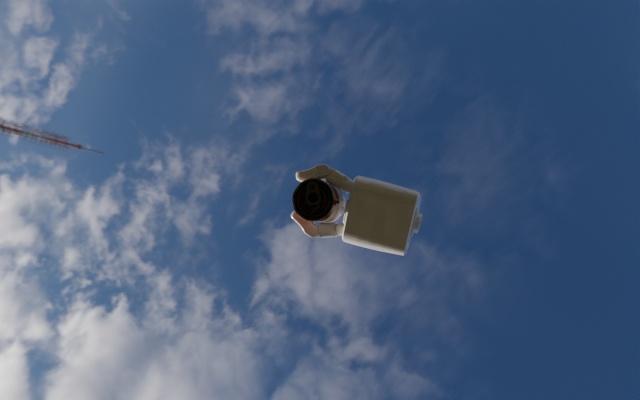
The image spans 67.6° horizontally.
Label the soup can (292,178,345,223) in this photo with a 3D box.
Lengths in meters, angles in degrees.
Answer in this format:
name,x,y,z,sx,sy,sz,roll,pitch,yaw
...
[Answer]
name,x,y,z,sx,sy,sz,roll,pitch,yaw
soup can,0.000,0.003,0.797,0.068,0.068,0.102,0,-4,14
